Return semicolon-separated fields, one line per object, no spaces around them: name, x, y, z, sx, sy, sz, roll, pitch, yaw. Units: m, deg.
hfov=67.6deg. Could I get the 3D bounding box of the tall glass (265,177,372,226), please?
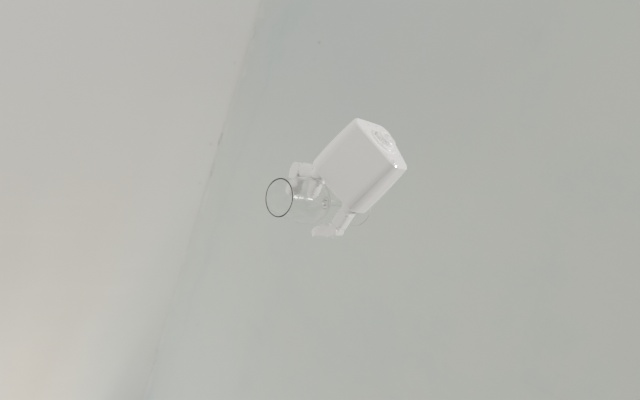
tall glass;0.001;0.003;0.815;0.079;0.079;0.201;0;-4;41
